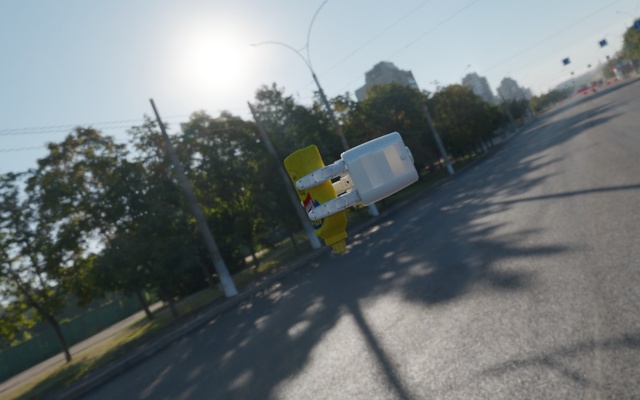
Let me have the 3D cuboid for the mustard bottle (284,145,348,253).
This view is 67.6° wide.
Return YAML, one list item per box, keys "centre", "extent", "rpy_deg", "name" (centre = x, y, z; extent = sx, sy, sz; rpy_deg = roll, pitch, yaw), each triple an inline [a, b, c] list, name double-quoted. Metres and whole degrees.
- centre: [0.000, 0.003, 0.845]
  extent: [0.058, 0.191, 0.096]
  rpy_deg: [-24, -1, -23]
  name: "mustard bottle"
